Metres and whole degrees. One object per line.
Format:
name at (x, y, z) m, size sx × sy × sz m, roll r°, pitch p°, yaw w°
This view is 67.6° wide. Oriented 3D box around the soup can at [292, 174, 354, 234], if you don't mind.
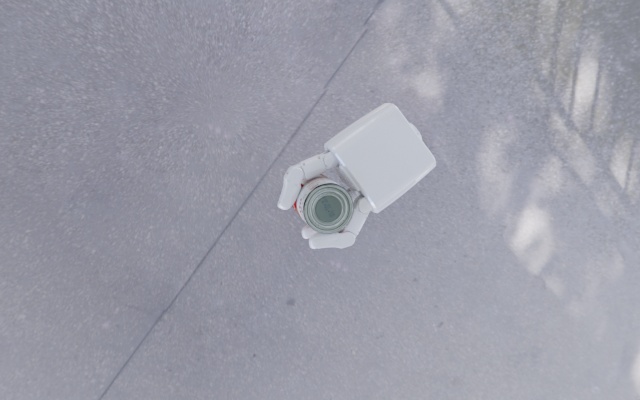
soup can at (0.000, 0.002, 0.647) m, size 0.068 × 0.068 × 0.102 m, roll 0°, pitch 11°, yaw -13°
